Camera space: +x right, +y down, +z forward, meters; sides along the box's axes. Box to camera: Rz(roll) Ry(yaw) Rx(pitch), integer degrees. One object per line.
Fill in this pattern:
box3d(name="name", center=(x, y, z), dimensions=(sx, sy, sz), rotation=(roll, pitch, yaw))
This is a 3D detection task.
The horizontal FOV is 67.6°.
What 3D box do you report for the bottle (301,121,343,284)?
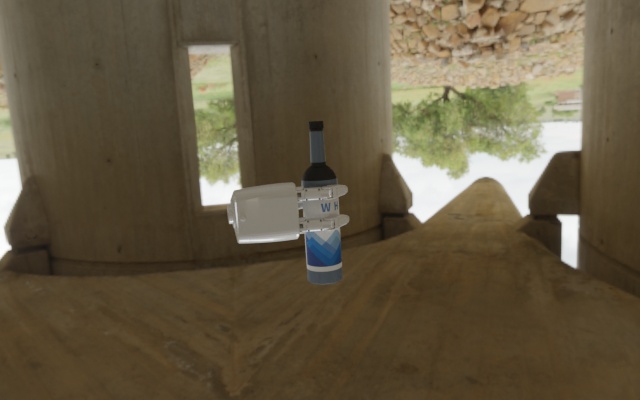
box3d(name="bottle", center=(0.000, 0.003, 0.881), dimensions=(0.069, 0.296, 0.069), rotation=(-3, 9, 1))
